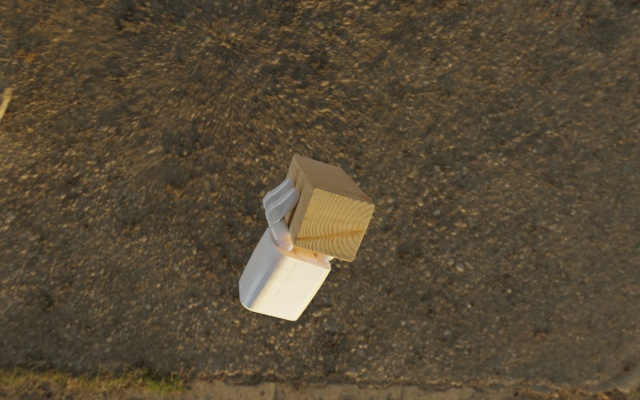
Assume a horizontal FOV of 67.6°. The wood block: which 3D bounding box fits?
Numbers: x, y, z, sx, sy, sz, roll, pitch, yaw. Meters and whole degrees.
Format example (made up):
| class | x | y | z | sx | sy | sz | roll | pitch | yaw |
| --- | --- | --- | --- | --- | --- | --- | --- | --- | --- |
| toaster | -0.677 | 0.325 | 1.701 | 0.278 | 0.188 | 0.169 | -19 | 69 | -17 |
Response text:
| class | x | y | z | sx | sy | sz | roll | pitch | yaw |
| --- | --- | --- | --- | --- | --- | --- | --- | --- | --- |
| wood block | 0.000 | 0.003 | 0.734 | 0.091 | 0.090 | 0.206 | 16 | 14 | -16 |
